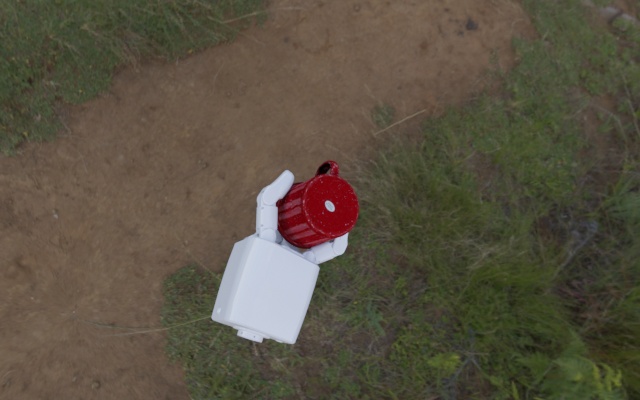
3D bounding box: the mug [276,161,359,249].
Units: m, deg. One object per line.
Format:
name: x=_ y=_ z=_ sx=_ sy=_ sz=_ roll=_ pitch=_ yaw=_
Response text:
mug: x=0.001 y=0.001 z=0.623 sx=0.093 sy=0.117 sz=0.081 roll=24 pitch=-20 yaw=-21
